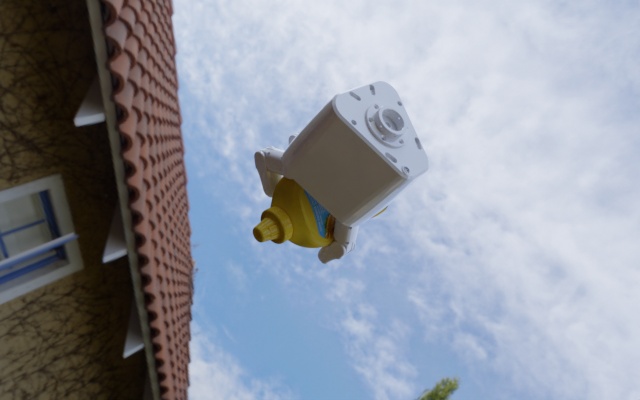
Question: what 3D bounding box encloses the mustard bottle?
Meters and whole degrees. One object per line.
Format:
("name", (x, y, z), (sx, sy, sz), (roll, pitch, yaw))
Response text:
("mustard bottle", (0.000, 0.002, 0.561), (0.191, 0.096, 0.058), (-28, 15, -39))
